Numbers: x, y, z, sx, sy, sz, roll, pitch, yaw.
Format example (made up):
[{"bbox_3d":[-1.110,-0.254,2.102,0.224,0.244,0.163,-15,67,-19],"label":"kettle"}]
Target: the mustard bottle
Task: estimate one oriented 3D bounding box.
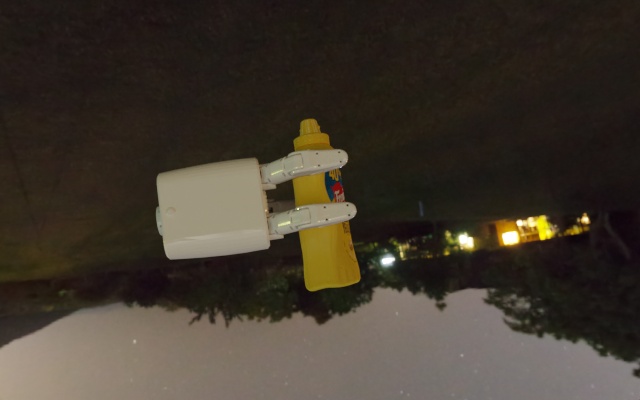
[{"bbox_3d":[0.000,0.002,0.538,0.058,0.191,0.096,-12,-9,15],"label":"mustard bottle"}]
